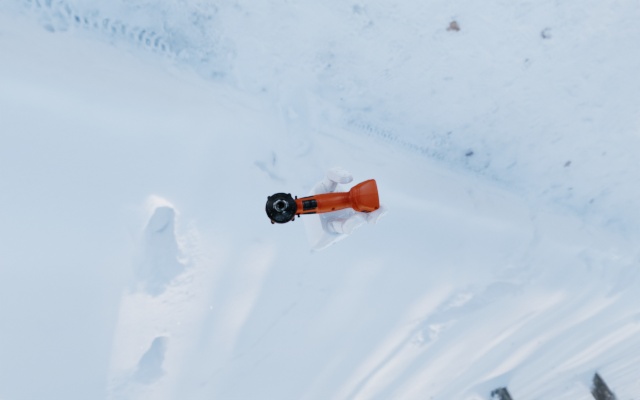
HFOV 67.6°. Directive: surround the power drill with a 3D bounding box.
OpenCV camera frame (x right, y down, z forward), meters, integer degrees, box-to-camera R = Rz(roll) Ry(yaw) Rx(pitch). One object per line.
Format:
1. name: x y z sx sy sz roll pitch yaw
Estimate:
1. power drill: 0.001 0.003 0.805 0.187 0.057 0.184 -7 -1 -5
